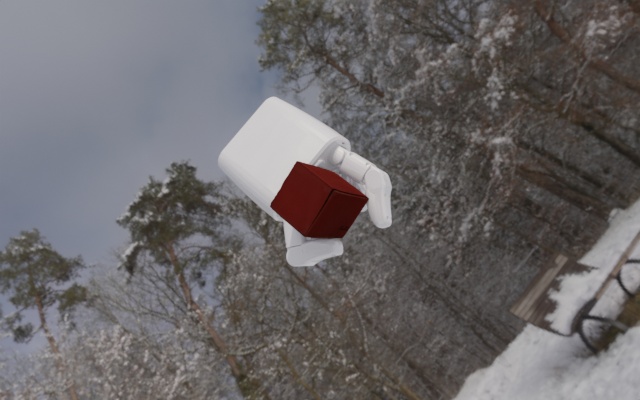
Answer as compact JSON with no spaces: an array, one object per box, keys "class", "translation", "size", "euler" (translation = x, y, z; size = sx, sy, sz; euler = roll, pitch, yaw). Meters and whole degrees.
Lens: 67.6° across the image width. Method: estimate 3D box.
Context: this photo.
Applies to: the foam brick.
[{"class":"foam brick","translation":[0.000,0.001,0.463],"size":[0.051,0.053,0.078],"euler":[39,14,27]}]
